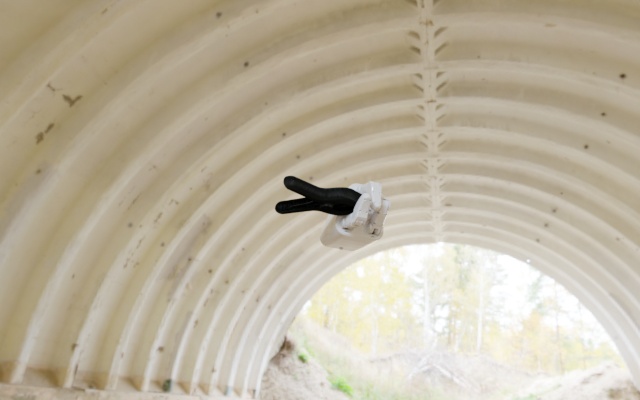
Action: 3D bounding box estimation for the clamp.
[{"bbox_3d":[0.000,0.002,0.861,0.171,0.039,0.120,13,-23,-17],"label":"clamp"}]
